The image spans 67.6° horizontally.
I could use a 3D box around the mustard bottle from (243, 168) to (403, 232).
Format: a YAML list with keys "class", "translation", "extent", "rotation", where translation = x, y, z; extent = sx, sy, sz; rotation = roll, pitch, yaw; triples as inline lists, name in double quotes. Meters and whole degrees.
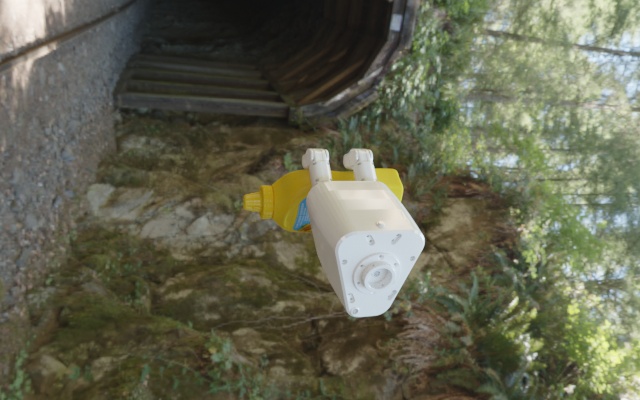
- class: "mustard bottle"
  translation: [0.000, 0.002, 0.600]
  extent: [0.191, 0.058, 0.096]
  rotation: [-1, -37, -16]
